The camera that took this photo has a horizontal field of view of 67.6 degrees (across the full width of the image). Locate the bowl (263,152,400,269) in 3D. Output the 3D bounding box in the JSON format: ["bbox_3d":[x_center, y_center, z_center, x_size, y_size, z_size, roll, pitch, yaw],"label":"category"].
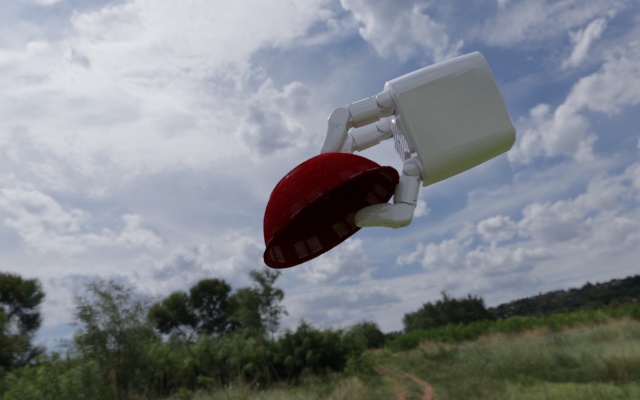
[{"bbox_3d":[-0.001,0.002,0.488,0.162,0.055,0.162,-30,-21,-13],"label":"bowl"}]
